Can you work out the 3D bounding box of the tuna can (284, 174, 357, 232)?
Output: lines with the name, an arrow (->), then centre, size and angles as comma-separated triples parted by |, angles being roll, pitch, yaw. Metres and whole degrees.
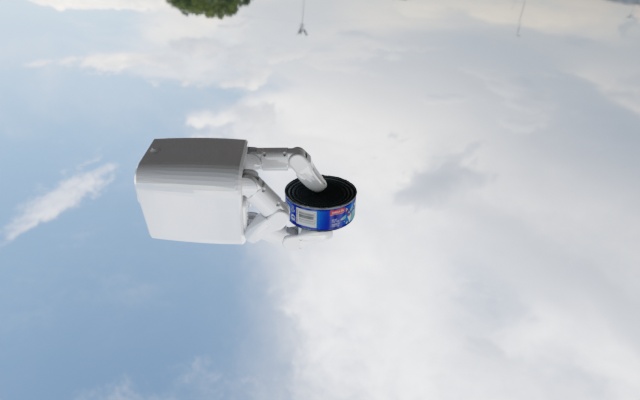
tuna can -> 0.000, 0.002, 0.570 | 0.086, 0.034, 0.086 | 1, 29, -1
